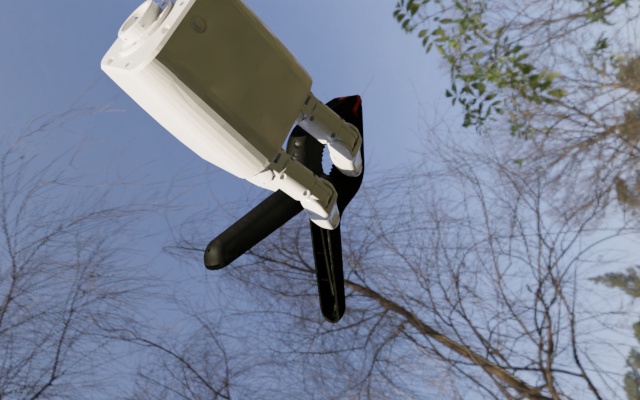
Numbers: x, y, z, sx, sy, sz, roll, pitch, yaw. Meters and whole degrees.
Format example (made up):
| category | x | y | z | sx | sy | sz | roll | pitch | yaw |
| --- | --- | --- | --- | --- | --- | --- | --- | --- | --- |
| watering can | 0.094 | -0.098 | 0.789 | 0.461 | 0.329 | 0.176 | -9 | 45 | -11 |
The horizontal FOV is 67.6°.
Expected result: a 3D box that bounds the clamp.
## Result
| category | x | y | z | sx | sy | sz | roll | pitch | yaw |
| --- | --- | --- | --- | --- | --- | --- | --- | --- | --- |
| clamp | 0.000 | 0.001 | 0.436 | 0.036 | 0.210 | 0.165 | 4 | -30 | 42 |
